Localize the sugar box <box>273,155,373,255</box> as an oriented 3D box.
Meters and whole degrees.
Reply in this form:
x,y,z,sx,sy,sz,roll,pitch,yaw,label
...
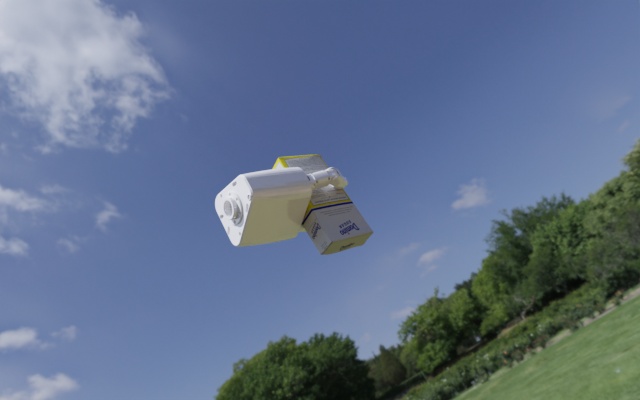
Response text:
x,y,z,sx,sy,sz,roll,pitch,yaw,label
0.000,0.003,0.780,0.093,0.176,0.048,-9,-32,-39,sugar box
